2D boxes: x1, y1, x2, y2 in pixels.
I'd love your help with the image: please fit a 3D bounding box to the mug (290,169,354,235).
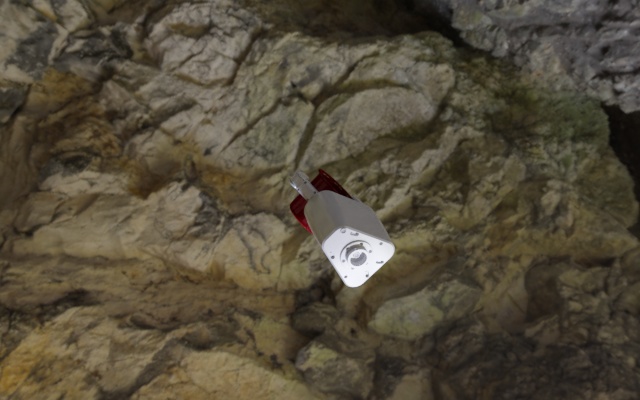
[{"bbox_3d":[0.000,0.002,0.811,0.093,0.081,0.117,39,11,-28],"label":"mug"}]
